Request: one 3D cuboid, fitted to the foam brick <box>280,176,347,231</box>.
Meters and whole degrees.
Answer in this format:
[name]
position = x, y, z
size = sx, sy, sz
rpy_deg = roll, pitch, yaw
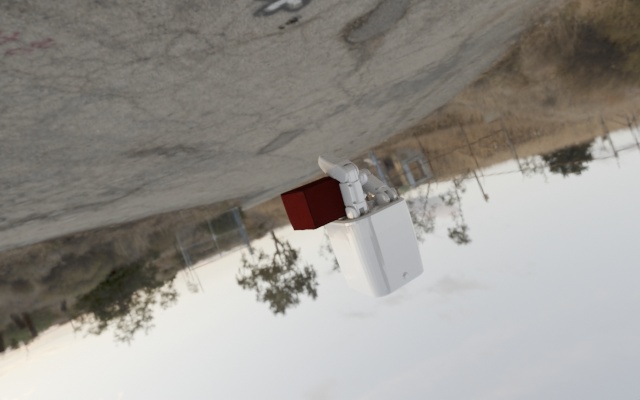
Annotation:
[foam brick]
position = 0.000, 0.002, 0.609
size = 0.078, 0.051, 0.053
rpy_deg = -23, 10, -35
